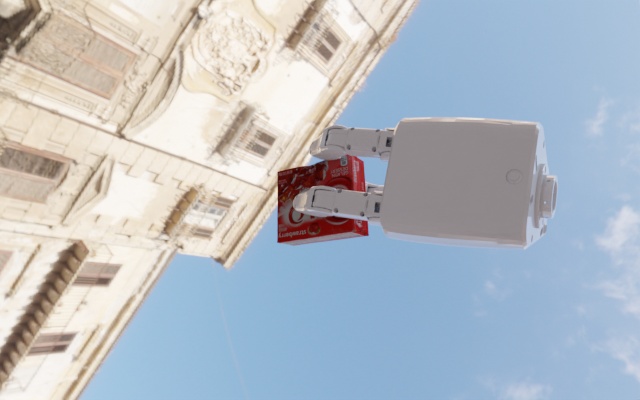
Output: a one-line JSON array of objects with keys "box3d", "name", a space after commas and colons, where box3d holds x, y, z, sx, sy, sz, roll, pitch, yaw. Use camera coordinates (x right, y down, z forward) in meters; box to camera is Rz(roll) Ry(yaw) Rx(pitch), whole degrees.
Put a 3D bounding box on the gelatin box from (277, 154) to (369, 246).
[{"box3d": [0.000, 0.002, 0.455, 0.089, 0.073, 0.030, -11, -17, 33], "name": "gelatin box"}]
